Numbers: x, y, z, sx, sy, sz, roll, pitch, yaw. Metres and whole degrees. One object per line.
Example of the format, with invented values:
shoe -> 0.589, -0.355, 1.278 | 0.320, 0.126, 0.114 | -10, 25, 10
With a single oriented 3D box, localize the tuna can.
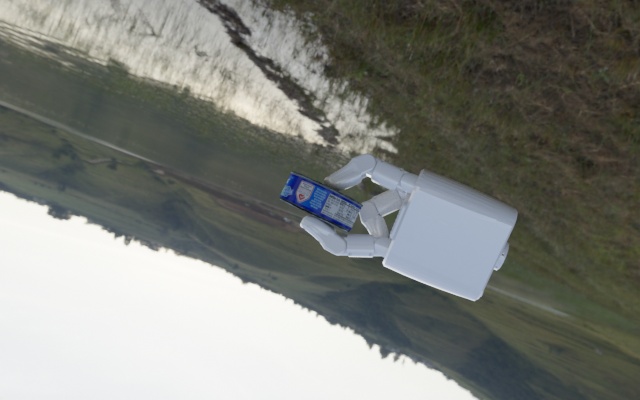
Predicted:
tuna can -> 0.000, 0.002, 0.514 | 0.086, 0.034, 0.086 | 26, -2, 1
